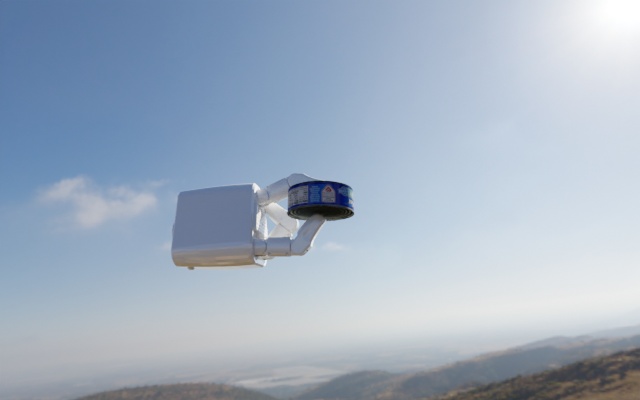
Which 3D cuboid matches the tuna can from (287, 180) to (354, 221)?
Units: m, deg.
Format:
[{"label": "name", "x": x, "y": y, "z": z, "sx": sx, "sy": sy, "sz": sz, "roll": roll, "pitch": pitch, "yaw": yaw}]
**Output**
[{"label": "tuna can", "x": 0.000, "y": 0.001, "z": 0.611, "sx": 0.086, "sy": 0.033, "sz": 0.086, "roll": 0, "pitch": -15, "yaw": 0}]
